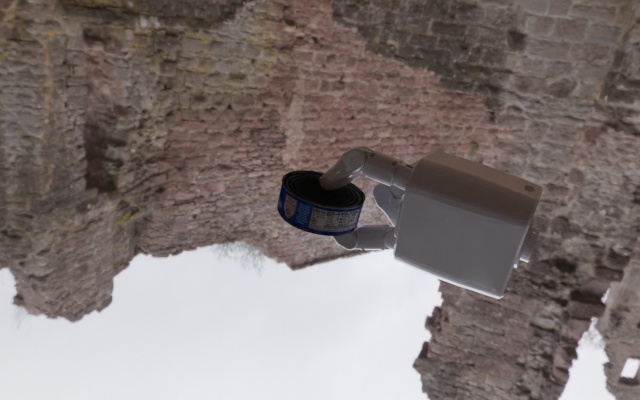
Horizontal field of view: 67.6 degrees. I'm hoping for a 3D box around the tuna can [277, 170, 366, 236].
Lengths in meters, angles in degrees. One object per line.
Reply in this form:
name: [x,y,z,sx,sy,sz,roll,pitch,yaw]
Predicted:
tuna can: [0.000,0.002,0.484,0.086,0.034,0.086,12,23,-5]
